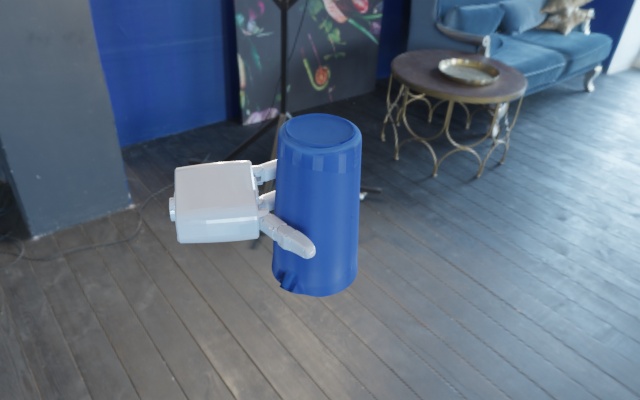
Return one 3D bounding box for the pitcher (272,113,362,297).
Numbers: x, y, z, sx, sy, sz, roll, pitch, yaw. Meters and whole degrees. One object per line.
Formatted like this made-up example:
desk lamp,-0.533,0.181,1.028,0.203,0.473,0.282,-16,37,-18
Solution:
pitcher,0.000,0.002,0.681,0.145,0.243,0.149,-5,36,-12
